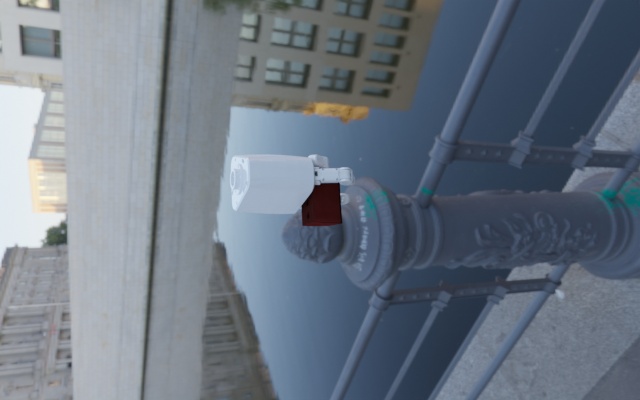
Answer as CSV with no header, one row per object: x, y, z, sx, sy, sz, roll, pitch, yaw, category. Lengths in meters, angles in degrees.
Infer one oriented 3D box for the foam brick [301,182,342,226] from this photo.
0.000,0.003,0.787,0.051,0.078,0.053,1,-10,-25,foam brick
